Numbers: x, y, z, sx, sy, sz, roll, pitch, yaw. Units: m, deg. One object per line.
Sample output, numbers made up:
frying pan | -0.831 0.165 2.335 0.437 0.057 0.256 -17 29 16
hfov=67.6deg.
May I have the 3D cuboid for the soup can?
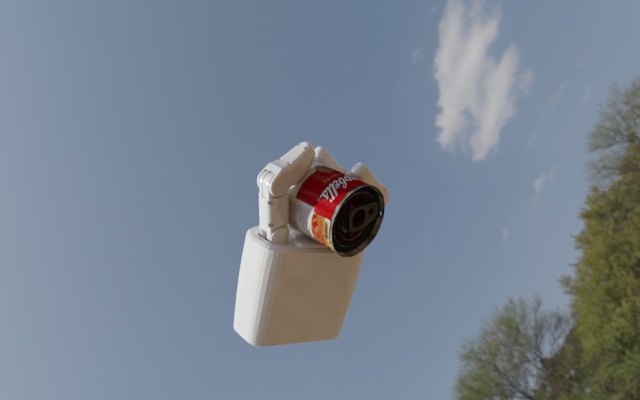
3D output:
soup can | 0.000 0.001 0.450 0.068 0.068 0.102 0 20 -46
